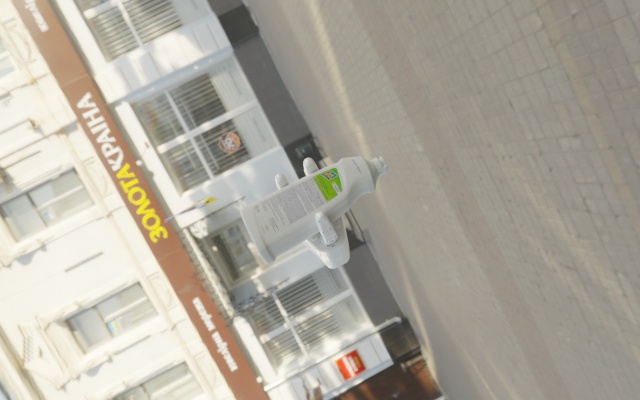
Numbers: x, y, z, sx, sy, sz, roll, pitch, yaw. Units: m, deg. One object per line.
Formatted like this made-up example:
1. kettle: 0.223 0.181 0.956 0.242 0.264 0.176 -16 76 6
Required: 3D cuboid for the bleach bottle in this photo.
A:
1. bleach bottle: 0.000 0.003 0.790 0.251 0.102 0.068 -27 -27 -3
